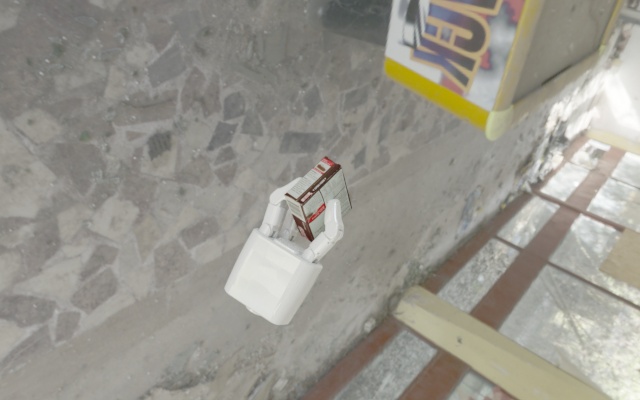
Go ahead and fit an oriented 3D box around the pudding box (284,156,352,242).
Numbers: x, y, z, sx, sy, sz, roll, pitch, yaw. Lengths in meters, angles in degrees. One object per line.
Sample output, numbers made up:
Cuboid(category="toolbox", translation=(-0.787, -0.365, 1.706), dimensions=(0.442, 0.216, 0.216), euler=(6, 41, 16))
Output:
Cuboid(category="pudding box", translation=(0.000, 0.002, 0.725), dimensions=(0.039, 0.090, 0.114), euler=(33, -23, 29))
